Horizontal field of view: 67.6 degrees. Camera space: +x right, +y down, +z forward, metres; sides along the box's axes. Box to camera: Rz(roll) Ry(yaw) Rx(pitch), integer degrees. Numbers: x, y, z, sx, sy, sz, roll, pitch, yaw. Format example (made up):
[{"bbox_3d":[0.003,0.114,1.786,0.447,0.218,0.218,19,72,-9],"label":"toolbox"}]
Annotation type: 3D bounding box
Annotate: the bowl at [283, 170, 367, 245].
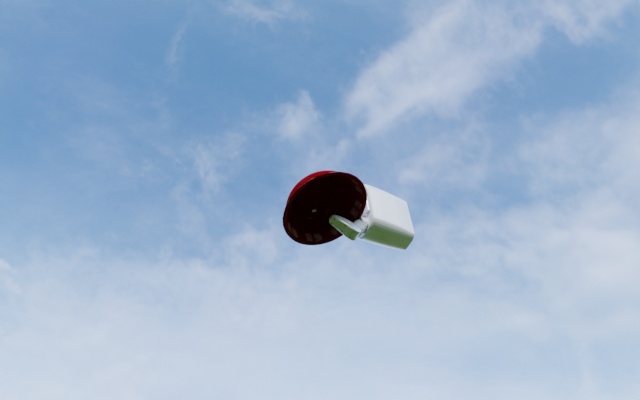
[{"bbox_3d":[-0.001,0.002,0.858,0.162,0.162,0.055,0,36,-29],"label":"bowl"}]
